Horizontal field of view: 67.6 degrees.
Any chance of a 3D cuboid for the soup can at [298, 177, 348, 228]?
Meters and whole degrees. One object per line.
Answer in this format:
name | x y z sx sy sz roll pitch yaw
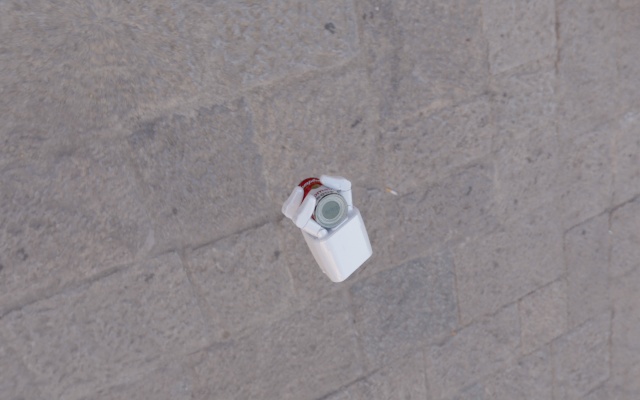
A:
soup can | 0.000 0.003 0.896 0.068 0.068 0.102 0 19 -25
